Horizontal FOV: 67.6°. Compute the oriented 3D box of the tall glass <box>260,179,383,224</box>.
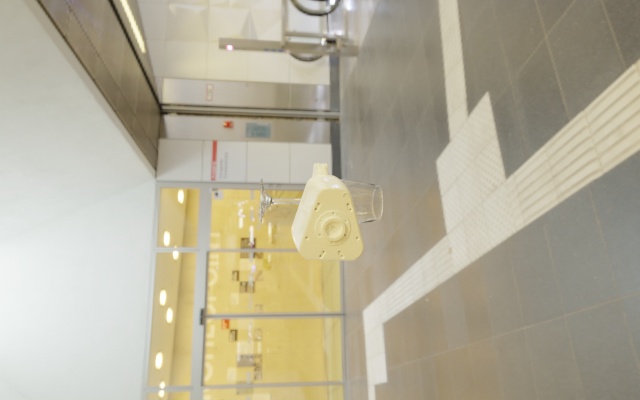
[{"bbox_3d":[-0.001,0.003,0.800,0.201,0.079,0.079,1,0,-7],"label":"tall glass"}]
